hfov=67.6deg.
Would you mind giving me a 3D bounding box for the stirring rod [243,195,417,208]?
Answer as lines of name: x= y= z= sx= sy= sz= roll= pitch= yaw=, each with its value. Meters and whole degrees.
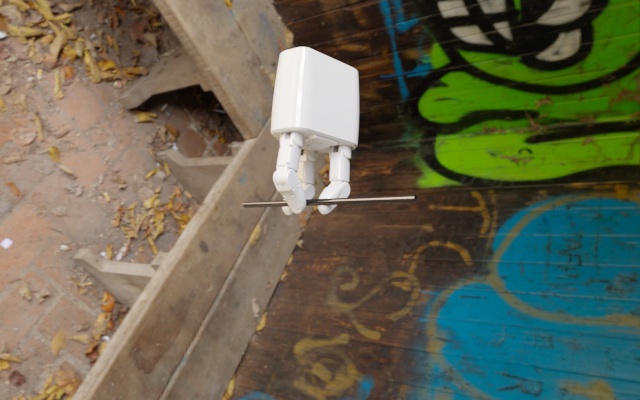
stirring rod: x=0.000 y=0.002 z=0.574 sx=0.239 sy=0.011 sz=0.011 roll=-2 pitch=-1 yaw=32
